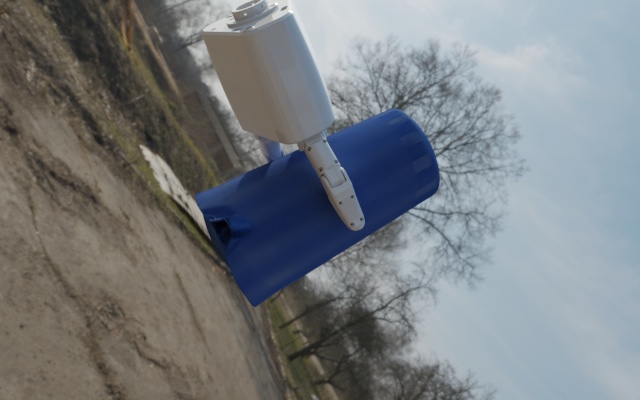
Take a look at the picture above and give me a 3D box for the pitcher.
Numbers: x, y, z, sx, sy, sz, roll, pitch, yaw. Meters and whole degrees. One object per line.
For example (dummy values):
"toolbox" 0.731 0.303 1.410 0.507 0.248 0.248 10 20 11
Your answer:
"pitcher" 0.000 0.002 0.526 0.243 0.145 0.149 -28 31 -8
